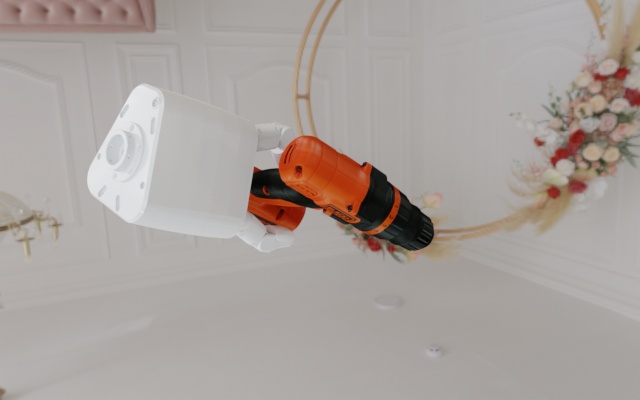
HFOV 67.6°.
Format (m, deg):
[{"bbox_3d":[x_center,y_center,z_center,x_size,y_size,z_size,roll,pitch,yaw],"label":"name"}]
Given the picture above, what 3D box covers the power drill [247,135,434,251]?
[{"bbox_3d":[0.000,0.002,0.489,0.184,0.057,0.187,32,-22,-33],"label":"power drill"}]
